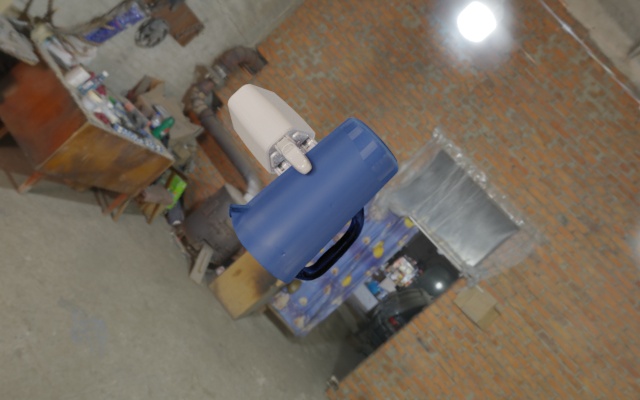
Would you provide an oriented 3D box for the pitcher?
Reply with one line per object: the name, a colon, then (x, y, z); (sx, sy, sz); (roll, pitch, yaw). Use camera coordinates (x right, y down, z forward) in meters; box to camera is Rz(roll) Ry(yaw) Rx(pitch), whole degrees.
pitcher: (0.000, 0.002, 0.708); (0.243, 0.145, 0.149); (-42, -17, 2)
